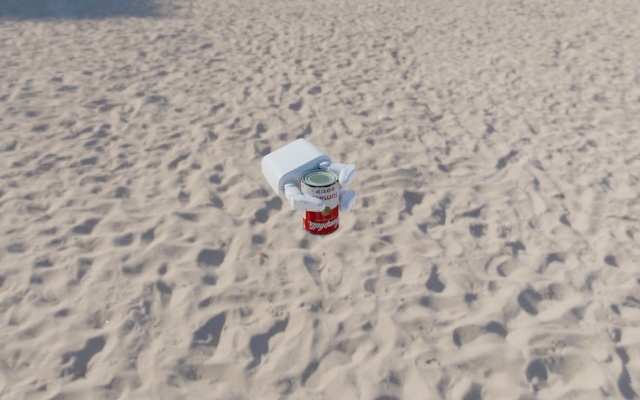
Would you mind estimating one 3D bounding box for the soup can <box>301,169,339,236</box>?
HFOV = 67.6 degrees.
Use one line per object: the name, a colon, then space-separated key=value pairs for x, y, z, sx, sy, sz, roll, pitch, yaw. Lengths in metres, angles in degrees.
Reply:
soup can: x=0.000 y=0.003 z=0.861 sx=0.068 sy=0.102 sz=0.068 roll=-1 pitch=30 yaw=0
